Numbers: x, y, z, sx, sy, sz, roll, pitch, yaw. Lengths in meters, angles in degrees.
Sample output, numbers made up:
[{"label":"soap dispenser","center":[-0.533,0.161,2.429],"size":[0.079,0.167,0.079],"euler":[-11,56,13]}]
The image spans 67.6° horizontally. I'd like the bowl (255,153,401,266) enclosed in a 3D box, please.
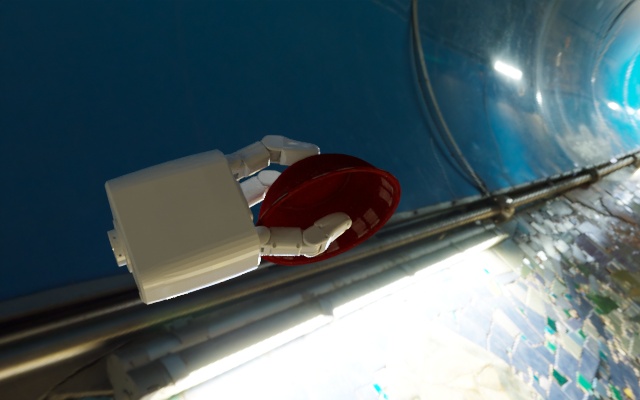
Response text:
[{"label":"bowl","center":[0.001,0.001,0.501],"size":[0.162,0.055,0.162],"euler":[-17,-33,-11]}]
